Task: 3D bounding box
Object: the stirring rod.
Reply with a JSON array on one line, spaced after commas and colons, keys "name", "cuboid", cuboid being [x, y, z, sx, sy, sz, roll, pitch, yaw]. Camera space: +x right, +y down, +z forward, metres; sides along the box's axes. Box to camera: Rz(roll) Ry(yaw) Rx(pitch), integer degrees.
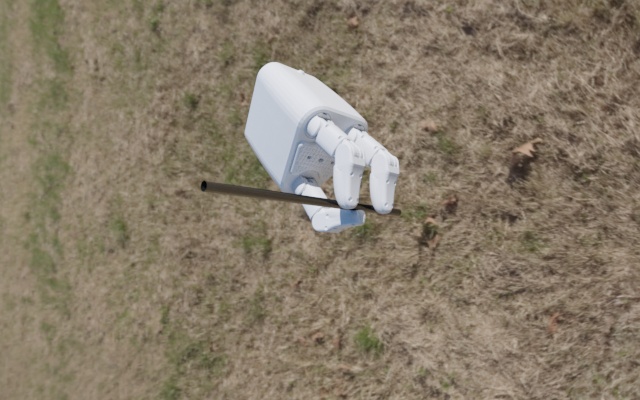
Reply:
[{"name": "stirring rod", "cuboid": [0.000, 0.001, 0.427, 0.011, 0.011, 0.239, 0, -6, 44]}]
